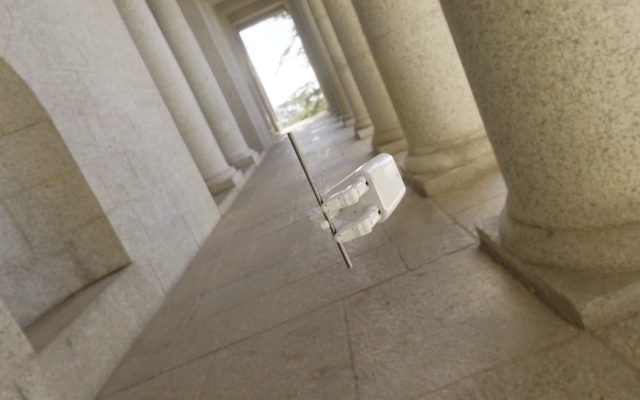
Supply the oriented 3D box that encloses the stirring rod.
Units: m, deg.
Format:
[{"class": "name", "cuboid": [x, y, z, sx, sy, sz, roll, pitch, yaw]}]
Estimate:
[{"class": "stirring rod", "cuboid": [0.000, 0.003, 0.757, 0.011, 0.239, 0.011, -23, 13, 6]}]
